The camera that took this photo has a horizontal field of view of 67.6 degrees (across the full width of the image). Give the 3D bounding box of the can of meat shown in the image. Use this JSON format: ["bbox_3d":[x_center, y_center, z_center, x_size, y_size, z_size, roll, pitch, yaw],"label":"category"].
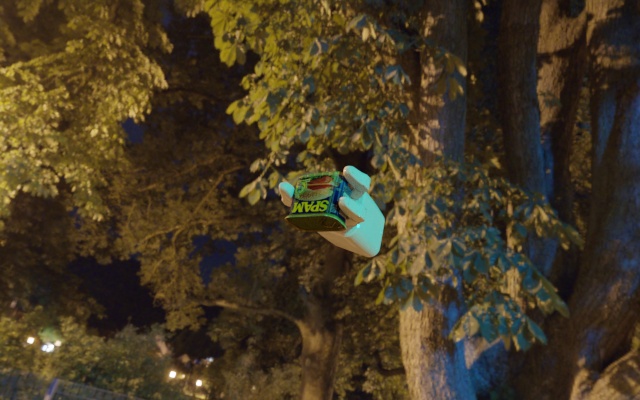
[{"bbox_3d":[0.000,0.002,0.793,0.102,0.084,0.057,-4,-30,34],"label":"can of meat"}]
